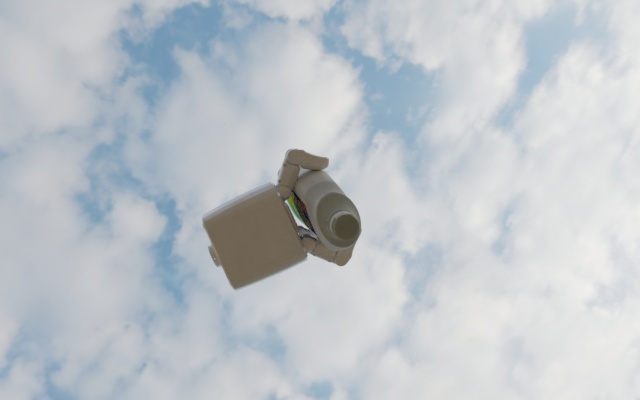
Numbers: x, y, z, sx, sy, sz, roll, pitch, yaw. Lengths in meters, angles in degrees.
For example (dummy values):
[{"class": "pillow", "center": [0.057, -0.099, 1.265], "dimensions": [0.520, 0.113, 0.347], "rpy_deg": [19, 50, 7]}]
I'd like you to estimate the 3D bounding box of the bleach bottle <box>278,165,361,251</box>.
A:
[{"class": "bleach bottle", "center": [0.000, 0.002, 0.632], "dimensions": [0.068, 0.102, 0.251], "rpy_deg": [-24, 13, -7]}]
